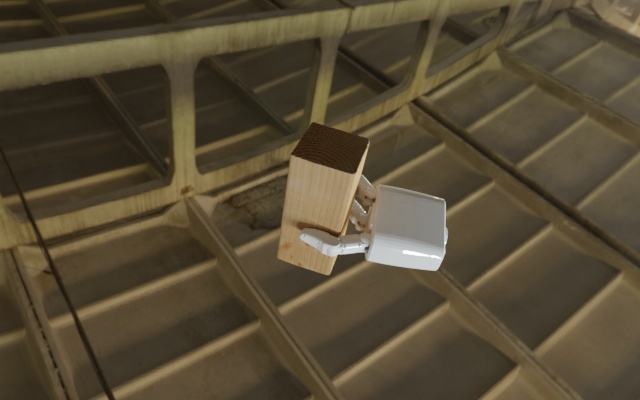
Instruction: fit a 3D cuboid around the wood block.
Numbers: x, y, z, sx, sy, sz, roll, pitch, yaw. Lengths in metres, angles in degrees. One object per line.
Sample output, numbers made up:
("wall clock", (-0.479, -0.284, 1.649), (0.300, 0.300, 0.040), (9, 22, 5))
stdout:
("wood block", (0.000, 0.003, 0.708), (0.090, 0.206, 0.090), (18, 42, 7))
